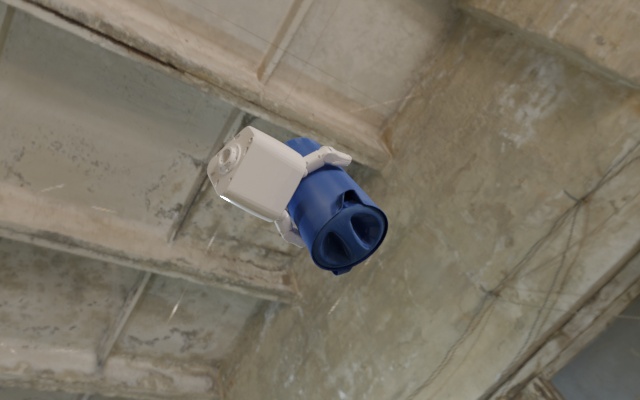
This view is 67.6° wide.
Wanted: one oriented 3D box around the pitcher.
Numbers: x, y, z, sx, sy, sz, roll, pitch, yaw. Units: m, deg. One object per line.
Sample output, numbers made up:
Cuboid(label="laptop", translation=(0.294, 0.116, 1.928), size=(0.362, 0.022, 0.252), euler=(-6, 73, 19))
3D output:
Cuboid(label="pitcher", translation=(0.000, 0.003, 0.824), size=(0.145, 0.149, 0.242), euler=(30, 18, -42))
